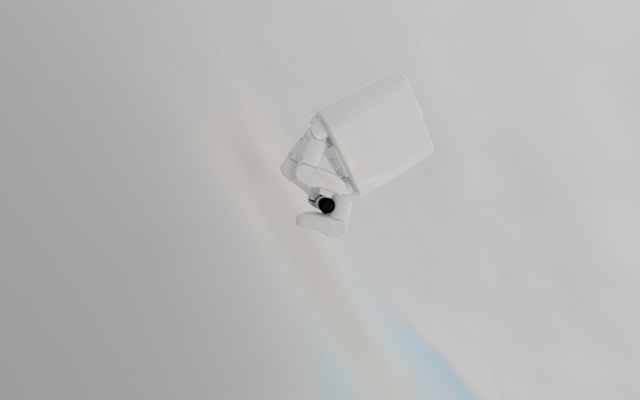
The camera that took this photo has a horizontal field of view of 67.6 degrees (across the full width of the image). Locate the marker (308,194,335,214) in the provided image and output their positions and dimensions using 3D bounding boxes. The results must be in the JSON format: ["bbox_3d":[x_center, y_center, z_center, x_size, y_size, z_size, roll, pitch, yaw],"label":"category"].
[{"bbox_3d":[0.000,0.002,0.591,0.020,0.020,0.121,0,4,-8],"label":"marker"}]
